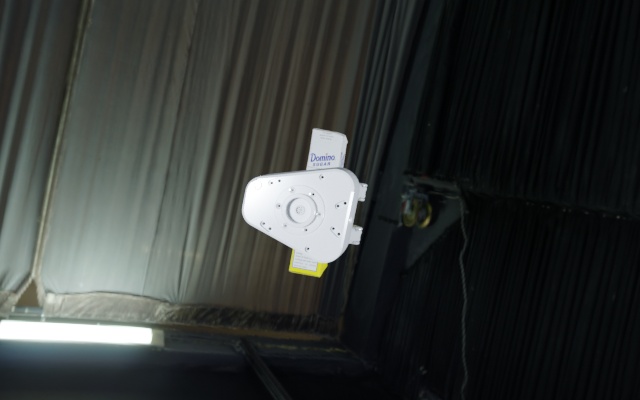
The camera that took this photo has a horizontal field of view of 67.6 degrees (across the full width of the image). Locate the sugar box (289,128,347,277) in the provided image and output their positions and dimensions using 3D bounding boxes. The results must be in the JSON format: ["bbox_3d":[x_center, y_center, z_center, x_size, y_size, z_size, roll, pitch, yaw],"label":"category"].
[{"bbox_3d":[0.001,0.002,0.614,0.048,0.176,0.093,12,3,5],"label":"sugar box"}]
